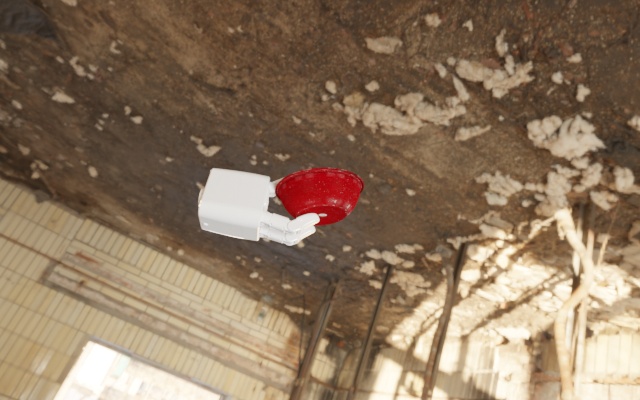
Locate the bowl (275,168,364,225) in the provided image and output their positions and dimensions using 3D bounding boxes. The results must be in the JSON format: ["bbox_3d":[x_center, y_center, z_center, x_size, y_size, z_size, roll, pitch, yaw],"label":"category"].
[{"bbox_3d":[0.001,0.003,0.851,0.162,0.055,0.162,-4,-25,-2],"label":"bowl"}]
